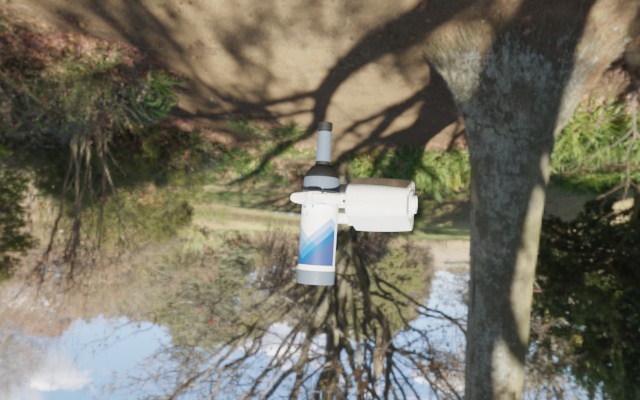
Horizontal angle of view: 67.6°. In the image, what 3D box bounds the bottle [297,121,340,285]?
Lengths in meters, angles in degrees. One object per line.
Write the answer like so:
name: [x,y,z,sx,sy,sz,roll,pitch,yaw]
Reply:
bottle: [0.000,0.003,0.872,0.069,0.295,0.069,4,-5,0]
